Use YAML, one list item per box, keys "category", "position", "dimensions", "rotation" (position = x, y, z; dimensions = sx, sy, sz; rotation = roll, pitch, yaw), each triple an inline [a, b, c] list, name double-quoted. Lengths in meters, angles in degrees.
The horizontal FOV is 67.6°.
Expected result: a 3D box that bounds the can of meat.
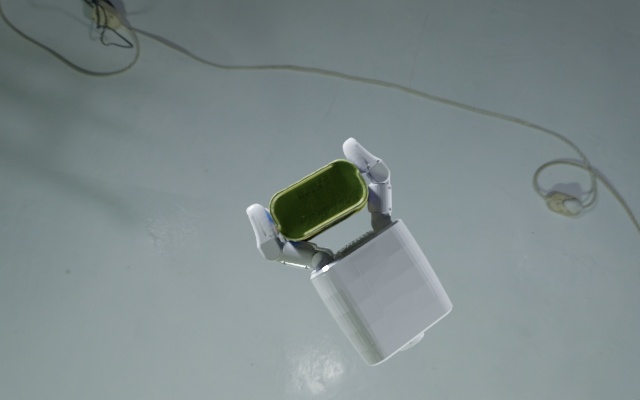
- category: "can of meat"
  position: [0.000, 0.001, 0.494]
  dimensions: [0.102, 0.057, 0.084]
  rotation: [-30, -4, 1]
